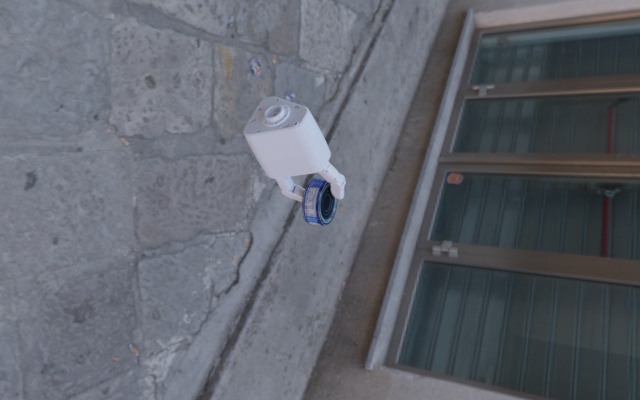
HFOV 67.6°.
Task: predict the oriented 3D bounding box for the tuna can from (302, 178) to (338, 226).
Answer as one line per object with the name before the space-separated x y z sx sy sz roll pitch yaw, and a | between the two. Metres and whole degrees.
tuna can | 0.001 0.003 0.870 0.034 0.086 0.086 7 3 25
